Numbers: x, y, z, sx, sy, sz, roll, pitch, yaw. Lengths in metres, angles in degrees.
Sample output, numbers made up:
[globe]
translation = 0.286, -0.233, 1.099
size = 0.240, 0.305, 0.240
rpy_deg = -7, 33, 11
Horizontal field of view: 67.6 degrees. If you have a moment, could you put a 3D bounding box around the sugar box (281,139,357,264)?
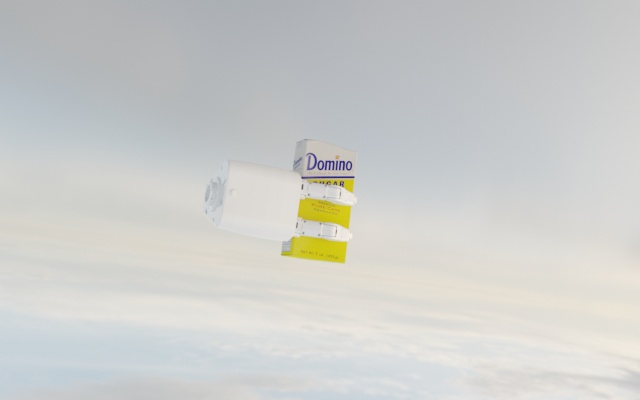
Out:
[sugar box]
translation = 0.000, 0.002, 0.721
size = 0.093, 0.176, 0.048
rpy_deg = 11, -9, -27
